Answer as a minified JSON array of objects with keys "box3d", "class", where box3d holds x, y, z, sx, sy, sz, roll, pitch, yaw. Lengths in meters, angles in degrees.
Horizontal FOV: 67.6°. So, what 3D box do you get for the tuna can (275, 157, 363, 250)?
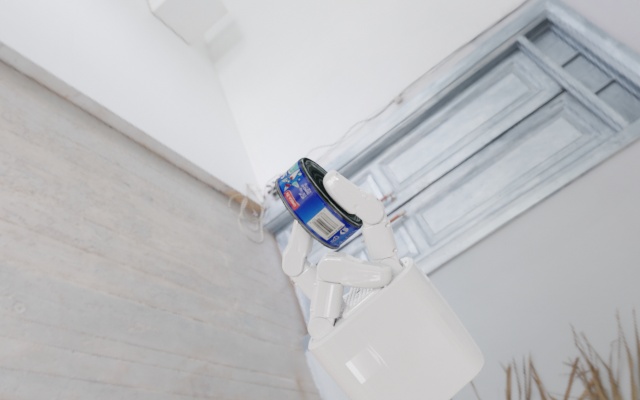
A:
[{"box3d":[0.000,0.001,0.439,0.034,0.086,0.086,-42,-12,14],"class":"tuna can"}]
